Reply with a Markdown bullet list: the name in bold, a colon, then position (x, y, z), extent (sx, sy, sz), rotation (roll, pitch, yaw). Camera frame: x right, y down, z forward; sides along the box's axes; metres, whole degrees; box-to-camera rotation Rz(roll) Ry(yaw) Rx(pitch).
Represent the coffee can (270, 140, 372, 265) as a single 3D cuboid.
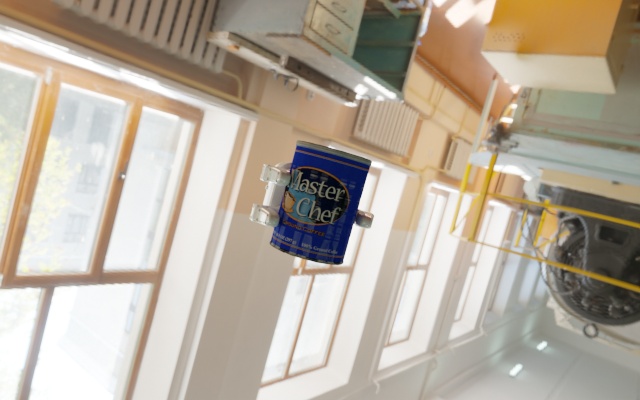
- **coffee can**: position (0.000, 0.002, 0.628), extent (0.103, 0.140, 0.103), rotation (15, 4, -1)
